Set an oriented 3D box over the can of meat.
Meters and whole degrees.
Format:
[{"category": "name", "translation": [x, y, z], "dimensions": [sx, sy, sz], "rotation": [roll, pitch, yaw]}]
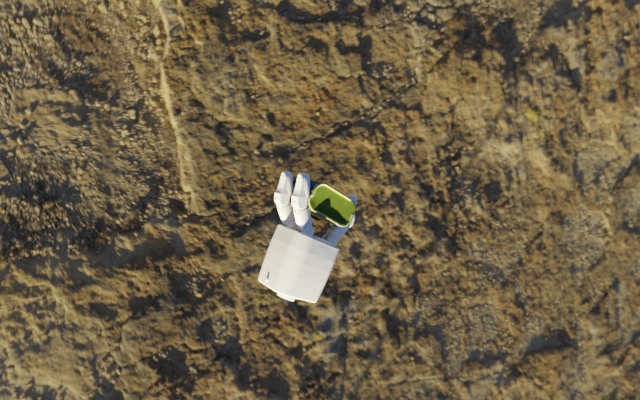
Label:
[{"category": "can of meat", "translation": [0.000, 0.003, 0.838], "dimensions": [0.102, 0.057, 0.084], "rotation": [30, -8, -32]}]
